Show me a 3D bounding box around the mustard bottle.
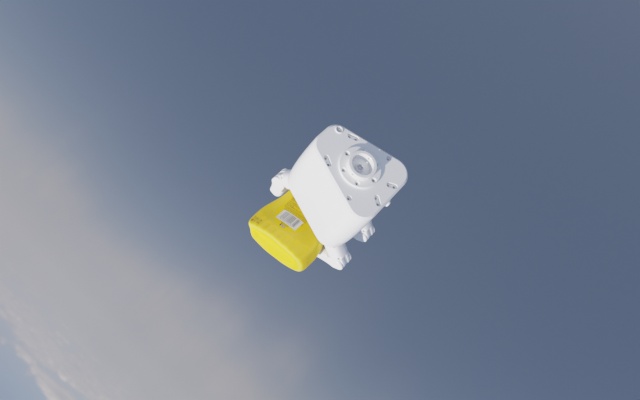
[{"bbox_3d":[0.000,0.002,0.654,0.096,0.191,0.058,33,-29,24],"label":"mustard bottle"}]
